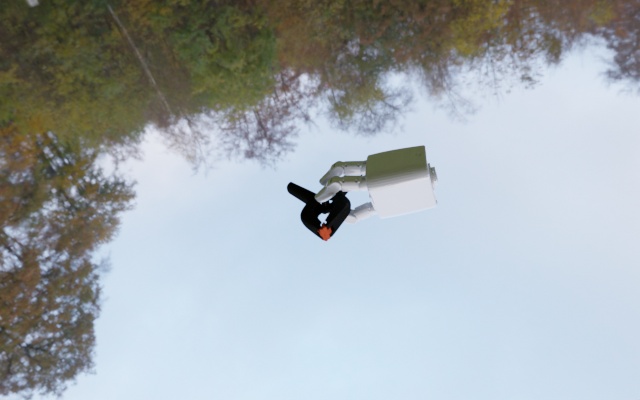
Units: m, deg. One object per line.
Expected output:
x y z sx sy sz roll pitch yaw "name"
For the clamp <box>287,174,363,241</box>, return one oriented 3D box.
0.001 0.004 0.889 0.164 0.036 0.209 -13 32 17 "clamp"
